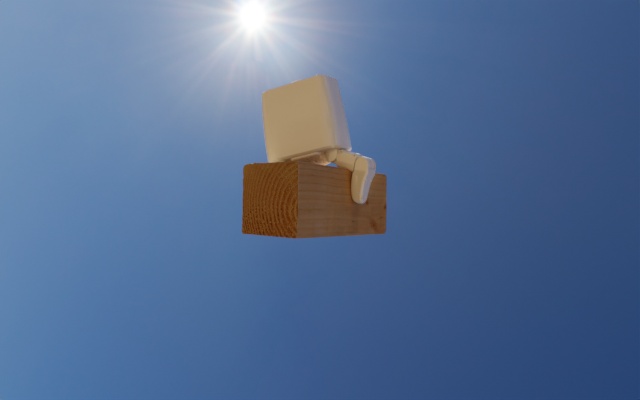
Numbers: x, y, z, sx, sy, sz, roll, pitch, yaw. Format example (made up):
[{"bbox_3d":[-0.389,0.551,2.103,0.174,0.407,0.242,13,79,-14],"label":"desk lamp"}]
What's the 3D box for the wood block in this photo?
[{"bbox_3d":[0.000,0.002,0.646,0.091,0.090,0.206,0,-1,37],"label":"wood block"}]
